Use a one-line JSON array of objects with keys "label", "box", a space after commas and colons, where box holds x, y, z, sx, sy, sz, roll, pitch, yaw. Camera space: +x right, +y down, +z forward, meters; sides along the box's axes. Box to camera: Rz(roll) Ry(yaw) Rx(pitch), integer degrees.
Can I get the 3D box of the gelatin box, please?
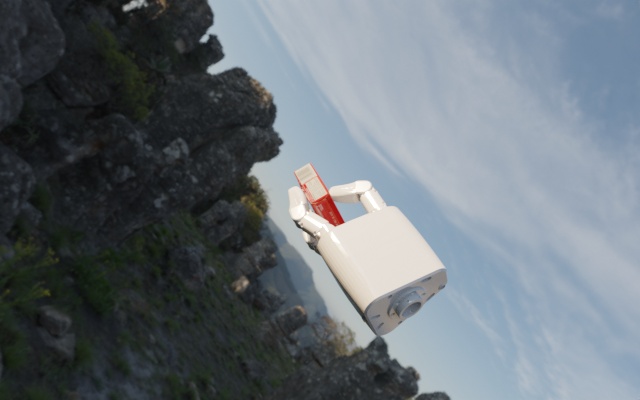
[{"label": "gelatin box", "box": [0.000, 0.002, 0.647, 0.030, 0.073, 0.089, -29, 37, -1]}]
